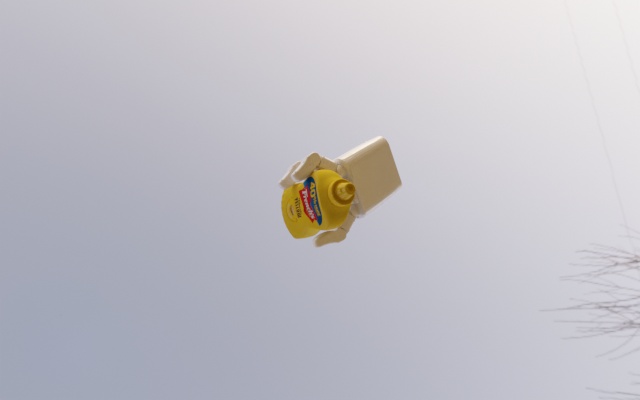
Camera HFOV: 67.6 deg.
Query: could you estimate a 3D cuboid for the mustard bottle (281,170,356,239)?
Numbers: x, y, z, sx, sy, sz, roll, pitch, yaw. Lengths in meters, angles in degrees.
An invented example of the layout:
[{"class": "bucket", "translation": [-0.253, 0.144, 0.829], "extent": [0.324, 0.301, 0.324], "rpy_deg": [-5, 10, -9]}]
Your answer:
[{"class": "mustard bottle", "translation": [0.000, 0.003, 0.769], "extent": [0.058, 0.096, 0.192], "rpy_deg": [-6, -9, -29]}]
